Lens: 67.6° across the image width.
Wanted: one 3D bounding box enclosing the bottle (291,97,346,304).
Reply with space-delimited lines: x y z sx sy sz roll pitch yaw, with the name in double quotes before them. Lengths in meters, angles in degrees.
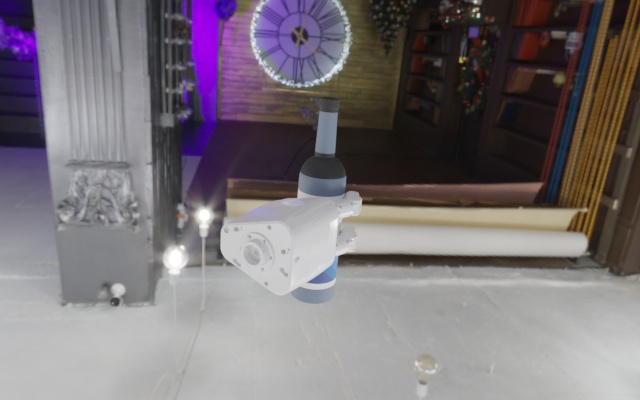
"bottle" 0.000 0.002 0.686 0.069 0.296 0.069 5 18 -2
